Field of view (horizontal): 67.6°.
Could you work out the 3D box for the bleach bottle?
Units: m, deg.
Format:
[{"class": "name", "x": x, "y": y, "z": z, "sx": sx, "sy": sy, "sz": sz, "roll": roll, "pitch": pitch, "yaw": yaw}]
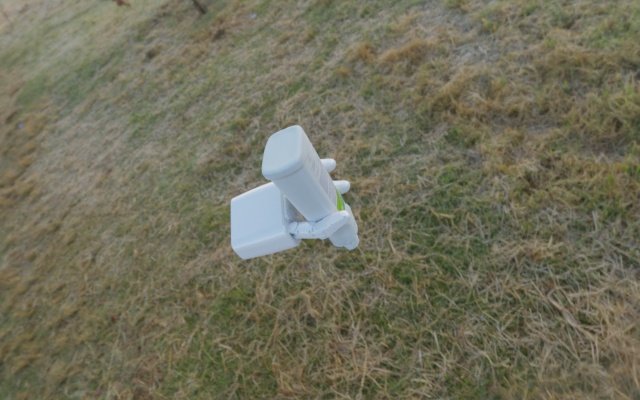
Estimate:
[{"class": "bleach bottle", "x": 0.000, "y": 0.002, "z": 0.770, "sx": 0.068, "sy": 0.102, "sz": 0.251, "roll": -19, "pitch": -49, "yaw": 19}]
